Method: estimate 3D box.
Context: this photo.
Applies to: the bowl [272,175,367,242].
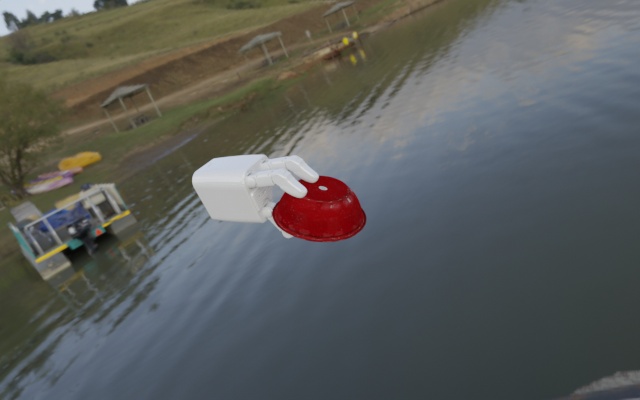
[{"bbox_3d":[0.001,0.002,0.803,0.162,0.055,0.162,4,30,-2],"label":"bowl"}]
